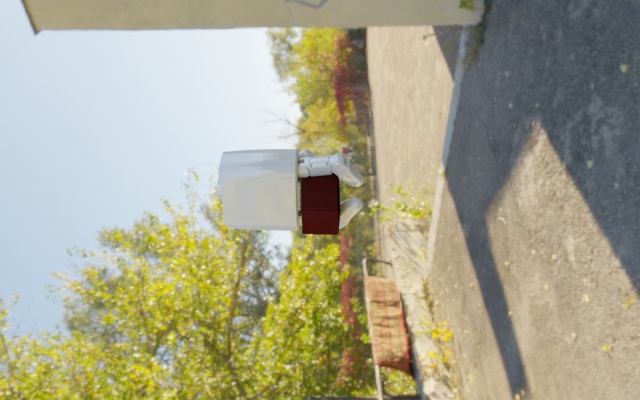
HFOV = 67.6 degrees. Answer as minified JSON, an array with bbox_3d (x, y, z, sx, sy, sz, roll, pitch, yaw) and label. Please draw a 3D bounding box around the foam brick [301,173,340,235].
[{"bbox_3d":[0.000,0.002,0.656,0.051,0.078,0.053,1,-42,-1],"label":"foam brick"}]
